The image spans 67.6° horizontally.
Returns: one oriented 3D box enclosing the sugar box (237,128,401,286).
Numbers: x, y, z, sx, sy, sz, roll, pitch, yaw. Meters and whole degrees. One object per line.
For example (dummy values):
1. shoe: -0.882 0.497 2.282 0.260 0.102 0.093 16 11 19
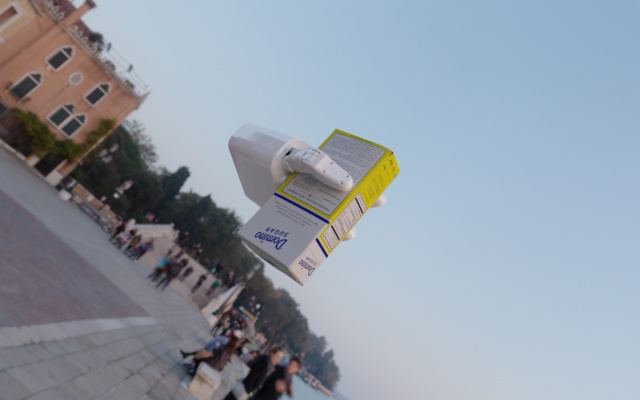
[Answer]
1. sugar box: 0.000 0.002 0.536 0.093 0.176 0.048 28 -20 40
